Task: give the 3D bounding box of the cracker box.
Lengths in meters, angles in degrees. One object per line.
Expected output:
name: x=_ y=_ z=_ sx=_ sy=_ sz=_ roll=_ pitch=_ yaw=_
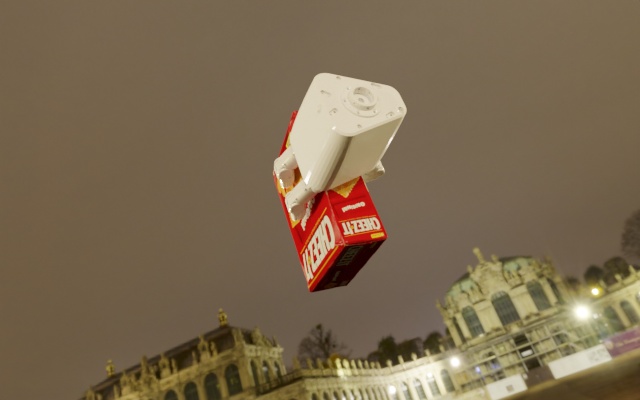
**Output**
cracker box: x=0.000 y=0.002 z=0.690 sx=0.072 sy=0.213 sz=0.164 roll=-8 pitch=-28 yaw=-22
